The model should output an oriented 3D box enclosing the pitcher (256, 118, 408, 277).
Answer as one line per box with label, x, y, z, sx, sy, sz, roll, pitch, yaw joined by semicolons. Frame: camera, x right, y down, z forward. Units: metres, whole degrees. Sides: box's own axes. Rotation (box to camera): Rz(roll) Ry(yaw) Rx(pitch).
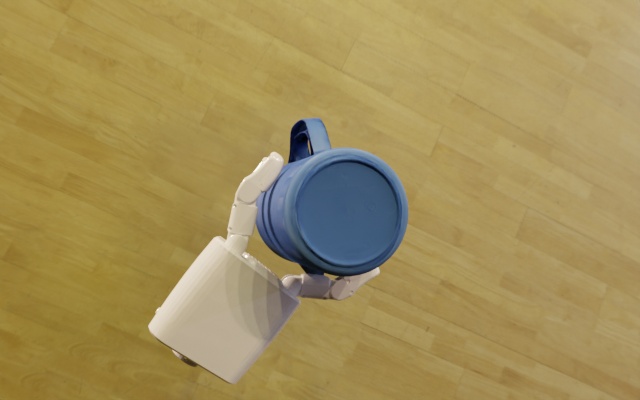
pitcher;0.000;0.002;0.505;0.149;0.145;0.243;40;-8;-7
